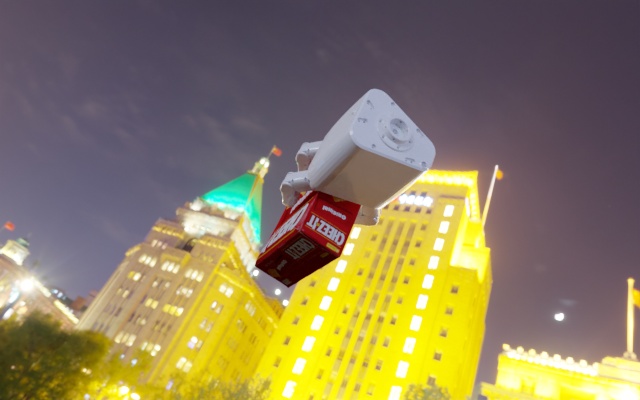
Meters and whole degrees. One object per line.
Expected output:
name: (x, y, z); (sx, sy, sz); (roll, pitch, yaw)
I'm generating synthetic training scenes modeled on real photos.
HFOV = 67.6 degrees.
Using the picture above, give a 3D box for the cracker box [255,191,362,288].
cracker box: (0.000, 0.002, 0.691); (0.072, 0.213, 0.164); (33, -34, -11)
